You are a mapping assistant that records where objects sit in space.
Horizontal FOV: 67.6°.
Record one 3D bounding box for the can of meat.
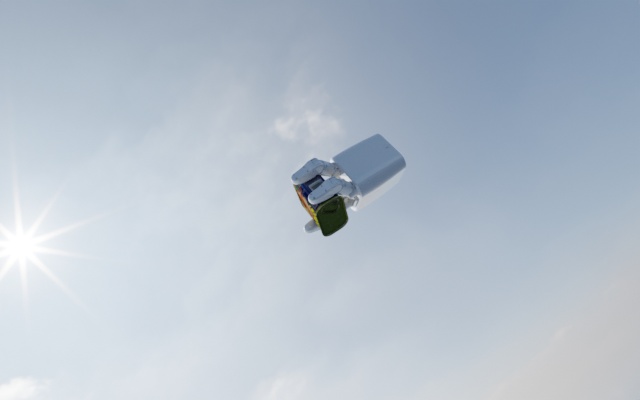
[{"bbox_3d":[0.000,0.003,0.860,0.057,0.084,0.102,-33,-32,-9],"label":"can of meat"}]
